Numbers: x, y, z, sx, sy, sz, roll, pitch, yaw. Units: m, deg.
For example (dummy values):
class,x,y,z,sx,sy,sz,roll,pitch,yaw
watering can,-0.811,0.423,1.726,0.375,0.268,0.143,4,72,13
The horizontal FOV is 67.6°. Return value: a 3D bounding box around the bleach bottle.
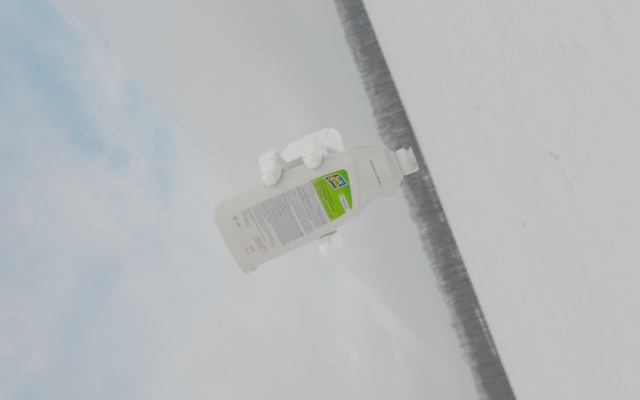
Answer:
class,x,y,z,sx,sy,sz,roll,pitch,yaw
bleach bottle,0.000,0.002,0.588,0.251,0.102,0.068,-21,20,13
